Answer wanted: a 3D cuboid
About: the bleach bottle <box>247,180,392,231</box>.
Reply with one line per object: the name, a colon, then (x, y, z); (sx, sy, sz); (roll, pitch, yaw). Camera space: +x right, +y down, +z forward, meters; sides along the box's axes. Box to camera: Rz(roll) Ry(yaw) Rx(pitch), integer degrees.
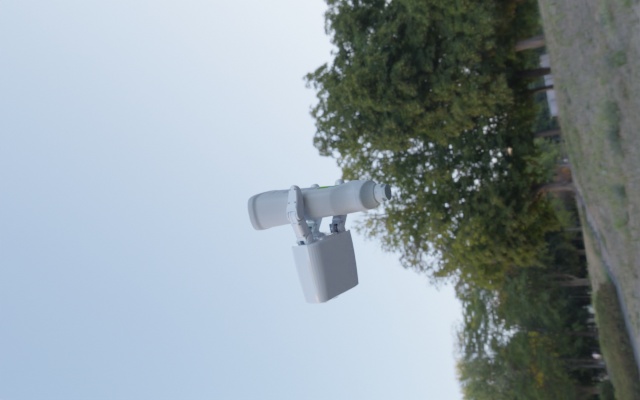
bleach bottle: (0.000, 0.003, 0.838); (0.251, 0.068, 0.102); (-8, 8, 30)
